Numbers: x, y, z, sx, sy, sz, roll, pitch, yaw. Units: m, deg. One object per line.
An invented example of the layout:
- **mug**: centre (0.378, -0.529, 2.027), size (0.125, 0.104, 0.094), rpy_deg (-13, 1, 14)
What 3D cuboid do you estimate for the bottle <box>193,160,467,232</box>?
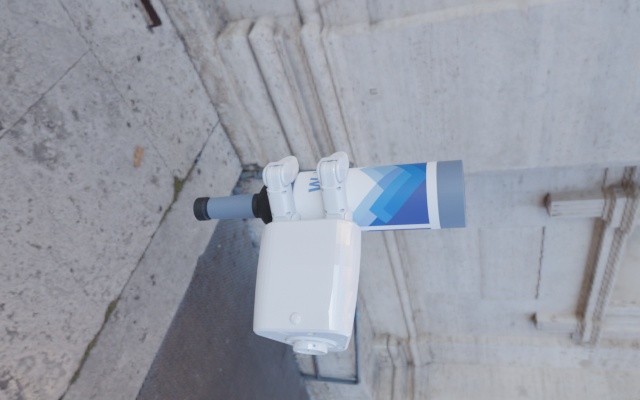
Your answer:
- **bottle**: centre (0.000, 0.002, 0.509), size (0.296, 0.069, 0.069), rpy_deg (-3, -1, 17)
